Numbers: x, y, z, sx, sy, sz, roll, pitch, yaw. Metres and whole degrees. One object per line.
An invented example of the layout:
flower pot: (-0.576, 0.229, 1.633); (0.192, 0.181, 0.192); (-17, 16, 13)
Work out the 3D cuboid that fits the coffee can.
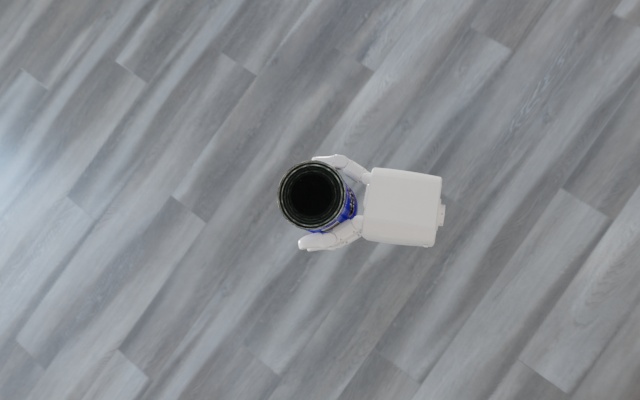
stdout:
coffee can: (0.000, 0.002, 0.751); (0.103, 0.103, 0.140); (0, -9, 12)
